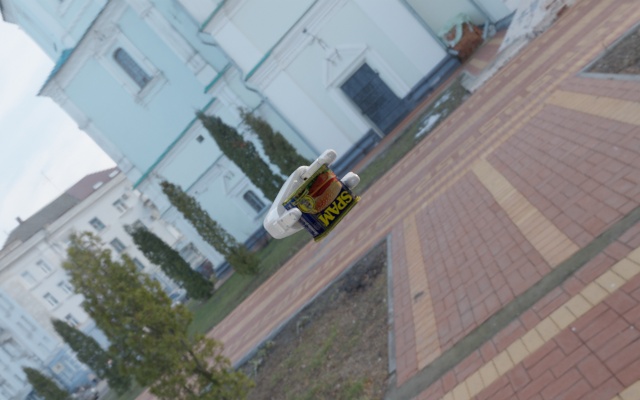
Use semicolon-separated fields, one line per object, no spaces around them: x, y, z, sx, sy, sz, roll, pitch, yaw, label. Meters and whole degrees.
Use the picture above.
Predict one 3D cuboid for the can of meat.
0.000;0.002;0.775;0.102;0.084;0.057;-46;4;-24;can of meat
